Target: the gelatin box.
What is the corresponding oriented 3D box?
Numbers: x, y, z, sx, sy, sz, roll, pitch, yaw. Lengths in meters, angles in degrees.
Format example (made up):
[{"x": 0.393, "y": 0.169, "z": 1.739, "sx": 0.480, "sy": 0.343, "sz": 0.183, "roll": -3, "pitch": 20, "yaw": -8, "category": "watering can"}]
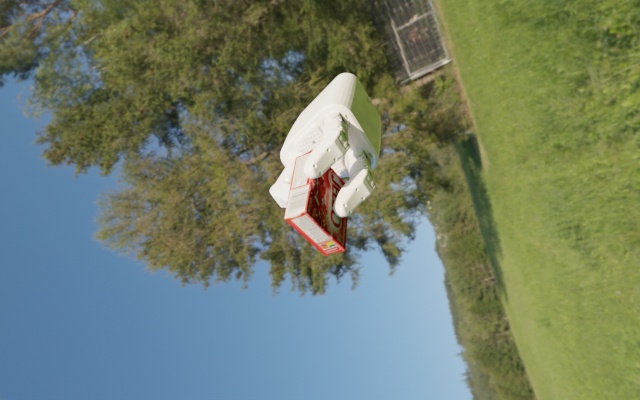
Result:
[{"x": 0.000, "y": 0.002, "z": 0.506, "sx": 0.030, "sy": 0.089, "sz": 0.073, "roll": -19, "pitch": -46, "yaw": 29, "category": "gelatin box"}]
